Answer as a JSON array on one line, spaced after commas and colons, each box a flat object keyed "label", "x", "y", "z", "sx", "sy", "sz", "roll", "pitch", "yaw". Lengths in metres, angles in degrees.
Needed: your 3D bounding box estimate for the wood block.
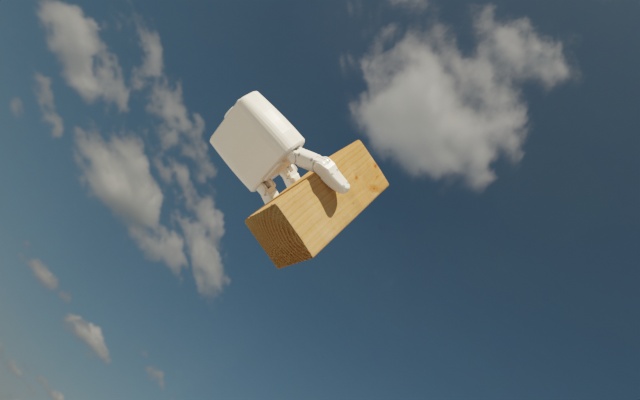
[{"label": "wood block", "x": 0.000, "y": 0.002, "z": 0.721, "sx": 0.091, "sy": 0.090, "sz": 0.206, "roll": -26, "pitch": 11, "yaw": 49}]
